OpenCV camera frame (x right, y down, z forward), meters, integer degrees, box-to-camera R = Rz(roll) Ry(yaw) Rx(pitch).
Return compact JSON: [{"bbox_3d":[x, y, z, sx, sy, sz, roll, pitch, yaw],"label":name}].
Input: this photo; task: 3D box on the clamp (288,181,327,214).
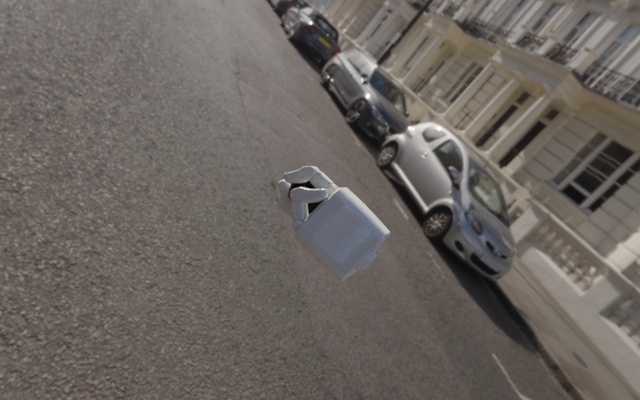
[{"bbox_3d":[0.000,0.002,0.853,0.120,0.039,0.171,44,17,13],"label":"clamp"}]
